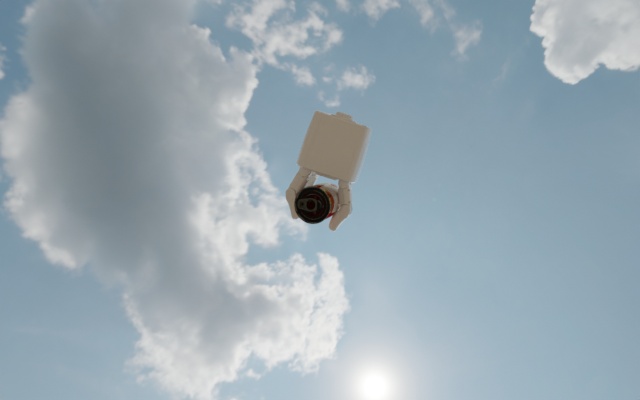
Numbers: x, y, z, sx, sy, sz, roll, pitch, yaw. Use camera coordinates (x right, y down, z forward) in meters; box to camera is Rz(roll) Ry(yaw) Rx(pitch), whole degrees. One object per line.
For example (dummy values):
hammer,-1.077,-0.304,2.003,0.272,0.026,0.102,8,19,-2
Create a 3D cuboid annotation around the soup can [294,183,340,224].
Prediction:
soup can,0.000,0.003,0.891,0.068,0.068,0.102,0,6,18
